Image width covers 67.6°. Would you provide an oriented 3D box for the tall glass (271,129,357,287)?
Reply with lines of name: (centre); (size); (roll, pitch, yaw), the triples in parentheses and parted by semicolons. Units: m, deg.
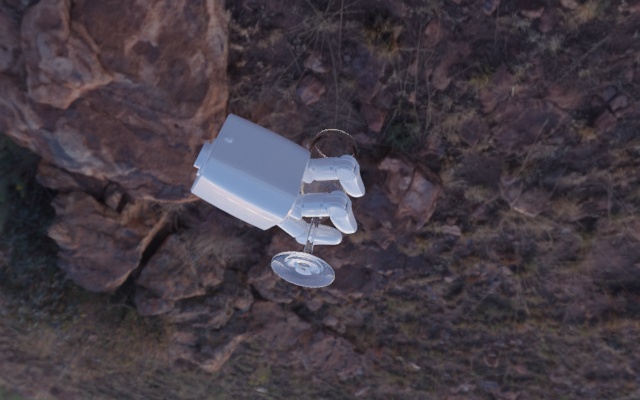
tall glass: (0.000, 0.003, 0.598); (0.079, 0.201, 0.079); (10, -37, 7)
